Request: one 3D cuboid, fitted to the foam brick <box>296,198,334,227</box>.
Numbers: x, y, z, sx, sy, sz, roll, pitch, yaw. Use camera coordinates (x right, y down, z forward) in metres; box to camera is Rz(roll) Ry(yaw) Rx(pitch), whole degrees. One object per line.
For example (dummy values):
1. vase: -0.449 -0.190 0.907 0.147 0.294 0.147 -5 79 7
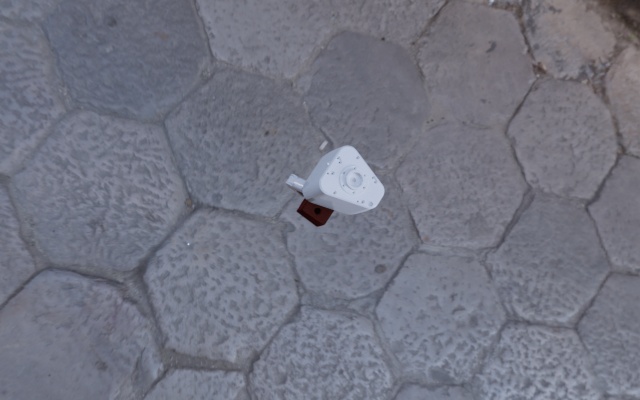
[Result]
1. foam brick: 0.000 0.003 0.898 0.053 0.078 0.051 35 -12 -10
